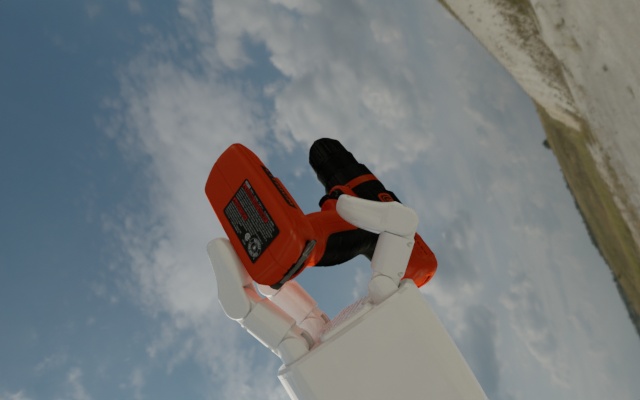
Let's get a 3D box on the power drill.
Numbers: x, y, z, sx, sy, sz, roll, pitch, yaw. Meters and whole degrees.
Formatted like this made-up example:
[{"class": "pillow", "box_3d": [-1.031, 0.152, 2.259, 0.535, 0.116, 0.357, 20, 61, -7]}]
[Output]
[{"class": "power drill", "box_3d": [0.000, 0.002, 0.407, 0.187, 0.057, 0.184, 3, 42, -48]}]
